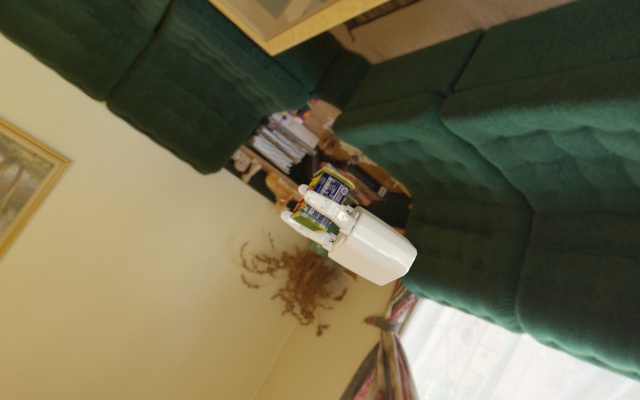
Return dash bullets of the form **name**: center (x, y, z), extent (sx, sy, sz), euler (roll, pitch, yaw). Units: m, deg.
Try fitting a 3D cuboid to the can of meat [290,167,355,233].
- **can of meat**: center (0.000, 0.003, 0.752), extent (0.057, 0.084, 0.102), euler (33, -11, -8)
